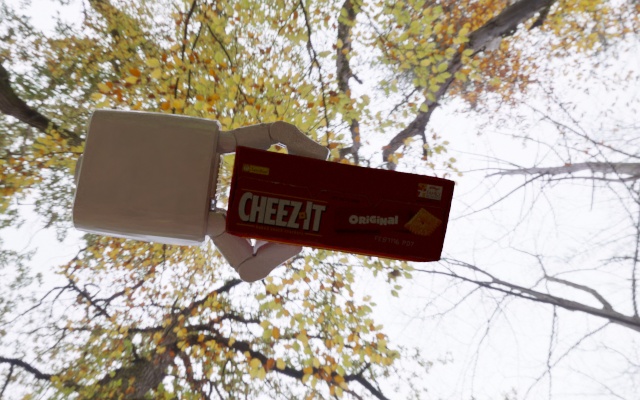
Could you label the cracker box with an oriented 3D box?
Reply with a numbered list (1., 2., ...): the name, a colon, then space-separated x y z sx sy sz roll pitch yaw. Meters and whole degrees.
1. cracker box: 0.000 0.001 0.444 0.164 0.072 0.213 8 1 -9
